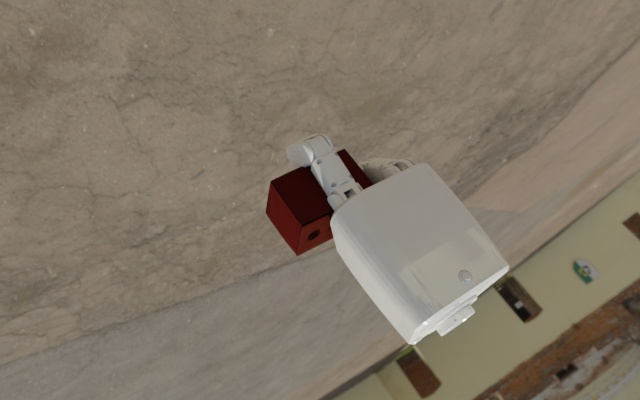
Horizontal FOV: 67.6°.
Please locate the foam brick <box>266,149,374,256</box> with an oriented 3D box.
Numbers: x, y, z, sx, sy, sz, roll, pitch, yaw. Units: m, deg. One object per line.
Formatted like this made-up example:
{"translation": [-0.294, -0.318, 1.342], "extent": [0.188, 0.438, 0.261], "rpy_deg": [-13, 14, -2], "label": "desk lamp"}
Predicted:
{"translation": [0.000, 0.001, 0.410], "extent": [0.078, 0.051, 0.053], "rpy_deg": [-26, -24, -23], "label": "foam brick"}
